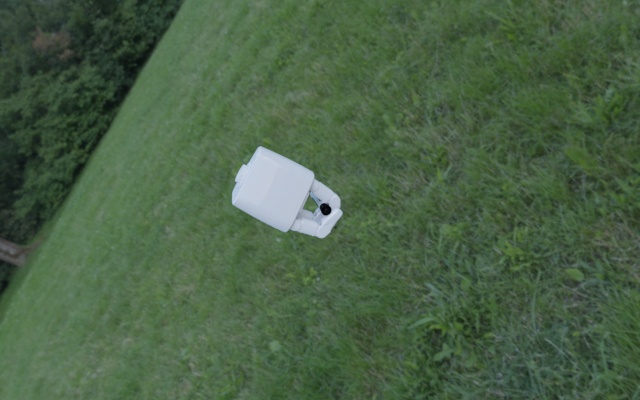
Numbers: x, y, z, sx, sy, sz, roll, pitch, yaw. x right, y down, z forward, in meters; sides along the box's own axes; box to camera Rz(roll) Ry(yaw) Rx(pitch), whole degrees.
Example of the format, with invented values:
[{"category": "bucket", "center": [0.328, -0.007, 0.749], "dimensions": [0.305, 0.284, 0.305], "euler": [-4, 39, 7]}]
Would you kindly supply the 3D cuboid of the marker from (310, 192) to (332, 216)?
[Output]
[{"category": "marker", "center": [0.000, 0.003, 0.867], "dimensions": [0.020, 0.020, 0.121], "euler": [0, 15, -11]}]
